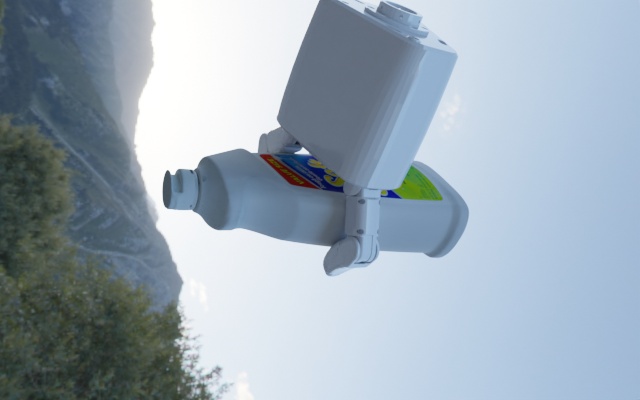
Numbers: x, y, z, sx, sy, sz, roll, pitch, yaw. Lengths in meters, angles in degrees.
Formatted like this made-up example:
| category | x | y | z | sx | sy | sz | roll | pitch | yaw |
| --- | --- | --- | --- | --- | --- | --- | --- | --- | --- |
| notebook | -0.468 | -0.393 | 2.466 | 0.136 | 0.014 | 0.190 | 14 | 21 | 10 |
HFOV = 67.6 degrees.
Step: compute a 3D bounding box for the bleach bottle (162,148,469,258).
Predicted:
| category | x | y | z | sx | sy | sz | roll | pitch | yaw |
| --- | --- | --- | --- | --- | --- | --- | --- | --- | --- |
| bleach bottle | 0.000 | 0.001 | 0.401 | 0.251 | 0.068 | 0.102 | 2 | 35 | -31 |
